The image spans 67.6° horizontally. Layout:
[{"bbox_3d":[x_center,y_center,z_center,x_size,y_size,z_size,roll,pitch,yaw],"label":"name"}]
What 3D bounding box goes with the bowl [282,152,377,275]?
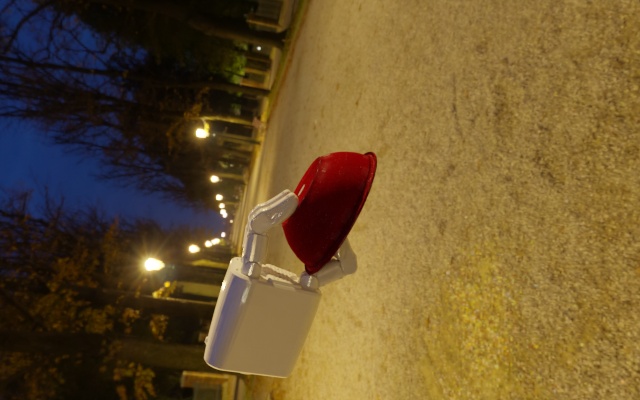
[{"bbox_3d":[0.000,0.000,0.556,0.055,0.162,0.162,29,-6,-11],"label":"bowl"}]
